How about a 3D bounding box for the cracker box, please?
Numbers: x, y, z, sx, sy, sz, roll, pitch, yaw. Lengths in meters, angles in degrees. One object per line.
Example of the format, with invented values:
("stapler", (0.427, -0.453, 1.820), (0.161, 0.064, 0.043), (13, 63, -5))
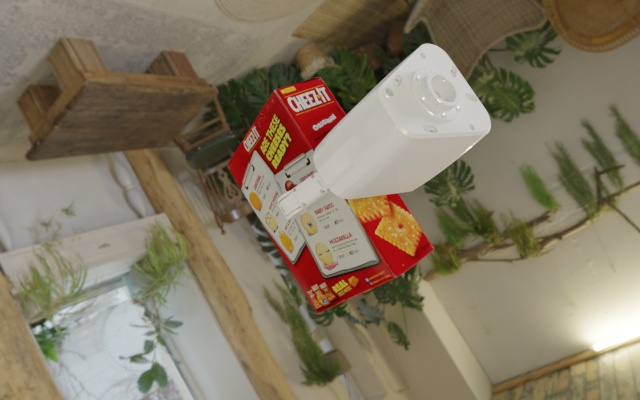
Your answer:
("cracker box", (0.000, 0.002, 0.527), (0.072, 0.213, 0.164), (-27, -9, -36))
